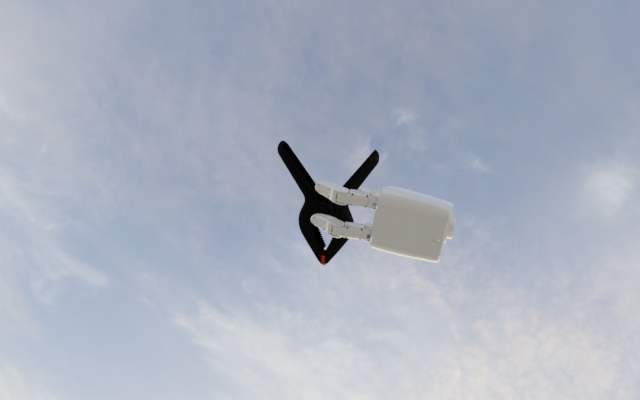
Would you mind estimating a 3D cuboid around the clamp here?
[{"bbox_3d":[0.001,0.003,0.774,0.164,0.210,0.036,15,24,17],"label":"clamp"}]
